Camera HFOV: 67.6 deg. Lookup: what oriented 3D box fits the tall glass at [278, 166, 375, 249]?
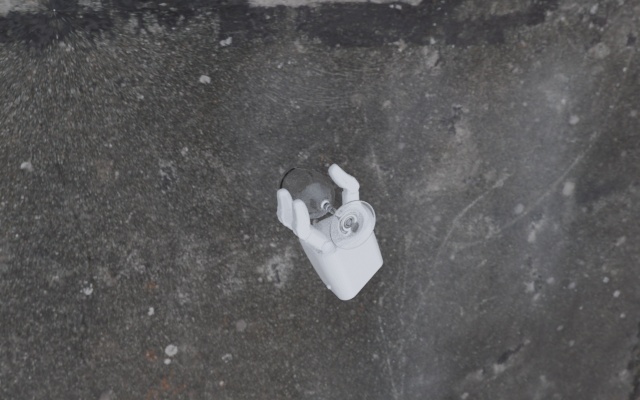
[{"bbox_3d":[0.000,0.003,0.747,0.079,0.079,0.201,0,19,-29],"label":"tall glass"}]
